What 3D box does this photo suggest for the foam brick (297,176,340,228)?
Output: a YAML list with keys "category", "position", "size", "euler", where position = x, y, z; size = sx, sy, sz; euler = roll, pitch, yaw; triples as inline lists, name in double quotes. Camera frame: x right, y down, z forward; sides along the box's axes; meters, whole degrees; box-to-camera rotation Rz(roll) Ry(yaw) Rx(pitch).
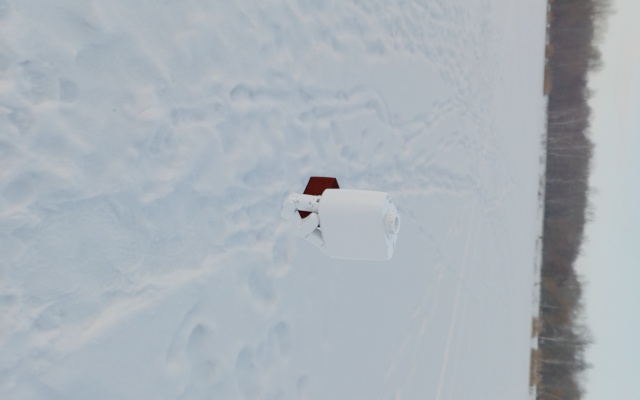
- category: "foam brick"
  position: [0.000, 0.002, 0.834]
  size: [0.051, 0.078, 0.053]
  euler: [1, -43, 25]
